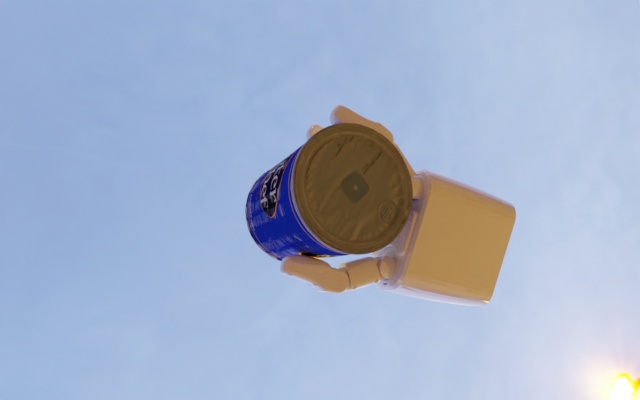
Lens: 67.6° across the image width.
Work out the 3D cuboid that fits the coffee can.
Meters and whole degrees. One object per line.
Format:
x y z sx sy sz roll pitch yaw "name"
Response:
0.000 0.001 0.426 0.103 0.103 0.140 0 -10 -24 "coffee can"
